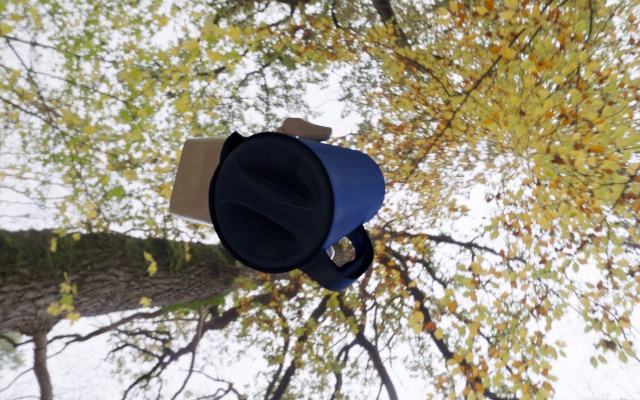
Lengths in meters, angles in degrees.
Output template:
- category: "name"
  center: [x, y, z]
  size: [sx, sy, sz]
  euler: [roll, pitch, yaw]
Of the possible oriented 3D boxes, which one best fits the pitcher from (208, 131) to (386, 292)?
- category: "pitcher"
  center: [0.000, 0.002, 0.547]
  size: [0.145, 0.149, 0.243]
  euler: [7, 7, 22]
